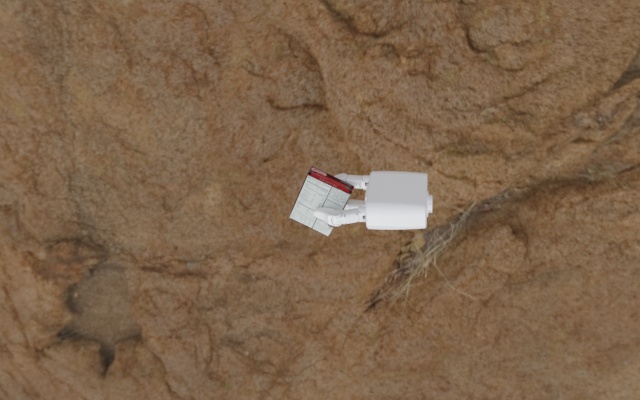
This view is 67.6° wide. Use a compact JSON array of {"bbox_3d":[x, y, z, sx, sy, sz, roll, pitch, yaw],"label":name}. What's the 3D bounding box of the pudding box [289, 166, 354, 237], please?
[{"bbox_3d":[0.000,0.003,0.898,0.090,0.113,0.039,26,32,1],"label":"pudding box"}]
